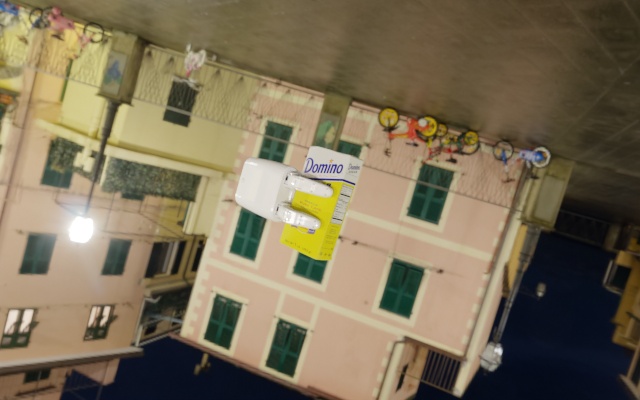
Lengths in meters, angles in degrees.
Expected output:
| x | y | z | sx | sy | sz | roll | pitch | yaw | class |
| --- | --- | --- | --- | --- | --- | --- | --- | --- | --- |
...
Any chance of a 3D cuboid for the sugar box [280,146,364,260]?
| x | y | z | sx | sy | sz | roll | pitch | yaw | class |
| --- | --- | --- | --- | --- | --- | --- | --- | --- | --- |
| 0.000 | 0.003 | 0.795 | 0.093 | 0.176 | 0.048 | 19 | 5 | 39 | sugar box |
